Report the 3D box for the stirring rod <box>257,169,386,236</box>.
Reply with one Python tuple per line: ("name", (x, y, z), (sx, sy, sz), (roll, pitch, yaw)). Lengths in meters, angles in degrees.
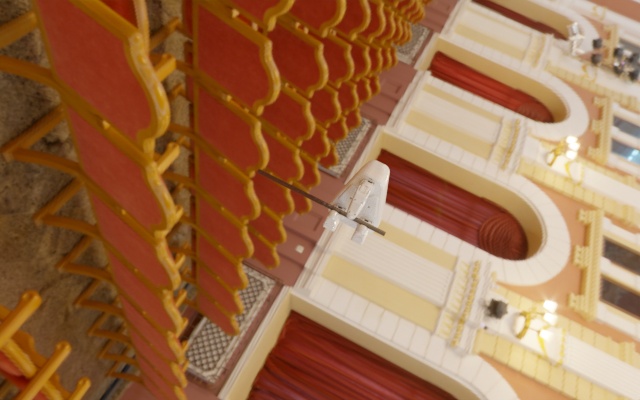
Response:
("stirring rod", (0.000, 0.003, 0.805), (0.239, 0.011, 0.011), (27, 3, 6))
